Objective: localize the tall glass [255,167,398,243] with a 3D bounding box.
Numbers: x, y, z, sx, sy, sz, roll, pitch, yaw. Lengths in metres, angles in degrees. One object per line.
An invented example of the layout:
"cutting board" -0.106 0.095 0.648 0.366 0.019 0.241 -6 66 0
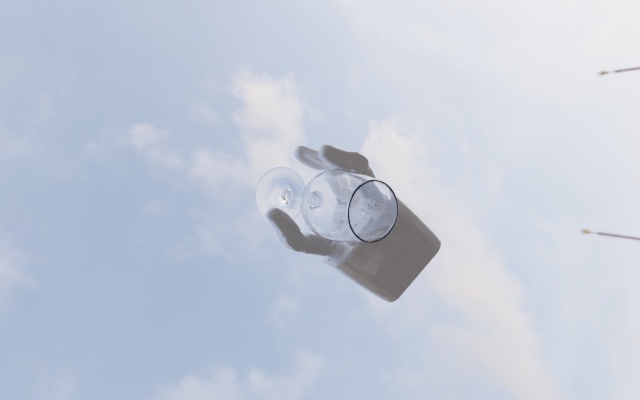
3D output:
"tall glass" 0.000 0.002 0.543 0.079 0.079 0.201 0 5 -31
